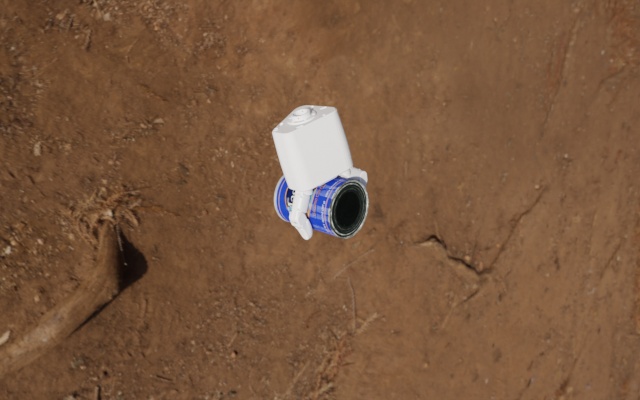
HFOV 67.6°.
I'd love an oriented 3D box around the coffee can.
[{"bbox_3d":[0.000,0.003,0.857,0.140,0.103,0.103,14,10,42],"label":"coffee can"}]
